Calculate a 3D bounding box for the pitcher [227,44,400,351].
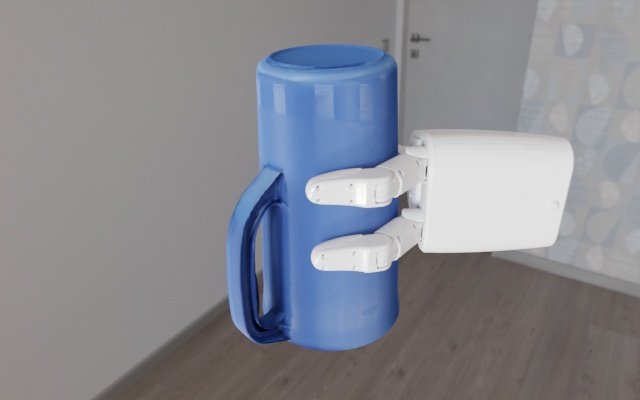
[{"bbox_3d":[0.000,0.001,0.408,0.145,0.243,0.149,0,27,3],"label":"pitcher"}]
